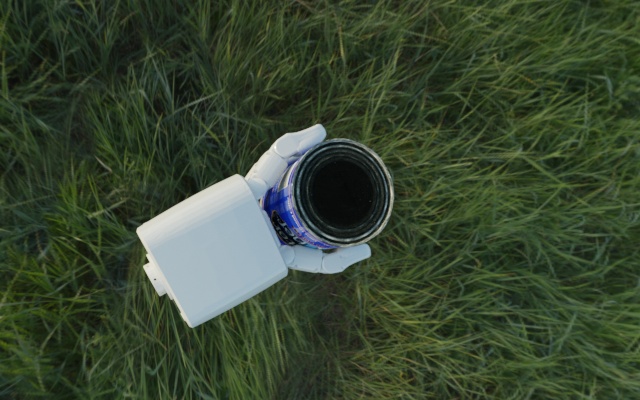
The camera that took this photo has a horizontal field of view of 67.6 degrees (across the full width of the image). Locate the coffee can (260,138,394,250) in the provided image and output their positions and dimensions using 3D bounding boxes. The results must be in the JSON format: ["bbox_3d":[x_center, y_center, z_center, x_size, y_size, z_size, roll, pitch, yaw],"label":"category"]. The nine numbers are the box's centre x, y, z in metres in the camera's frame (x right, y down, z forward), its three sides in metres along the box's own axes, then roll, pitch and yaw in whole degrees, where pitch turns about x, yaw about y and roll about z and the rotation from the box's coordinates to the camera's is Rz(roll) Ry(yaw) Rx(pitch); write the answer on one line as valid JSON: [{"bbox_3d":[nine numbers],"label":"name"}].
[{"bbox_3d":[0.000,0.002,0.506,0.103,0.103,0.140,0,-8,-19],"label":"coffee can"}]
